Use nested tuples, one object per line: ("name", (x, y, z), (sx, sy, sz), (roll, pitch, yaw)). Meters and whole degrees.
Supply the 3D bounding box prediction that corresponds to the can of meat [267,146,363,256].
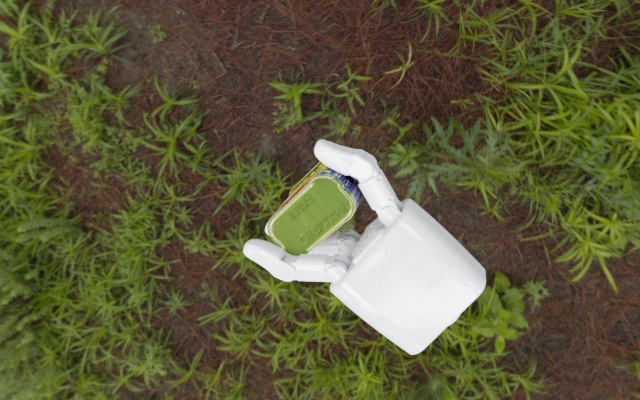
("can of meat", (0.000, 0.002, 0.490), (0.102, 0.057, 0.084), (-42, 7, 27))
